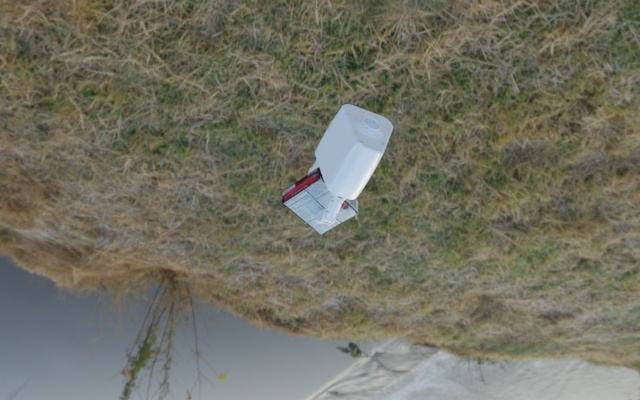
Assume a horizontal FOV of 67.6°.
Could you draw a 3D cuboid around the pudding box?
[{"bbox_3d":[0.000,0.003,0.850,0.090,0.039,0.113,-31,-55,25],"label":"pudding box"}]
